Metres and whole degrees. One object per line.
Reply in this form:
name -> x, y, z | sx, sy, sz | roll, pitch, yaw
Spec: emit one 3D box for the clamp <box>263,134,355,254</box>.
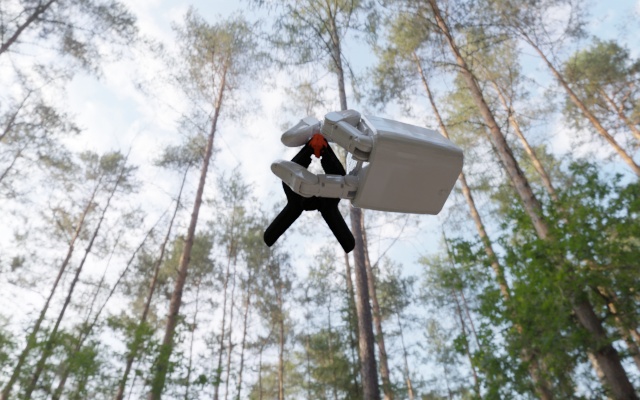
clamp -> 0.000, 0.001, 0.592 | 0.120, 0.172, 0.039 | 8, 39, -11
